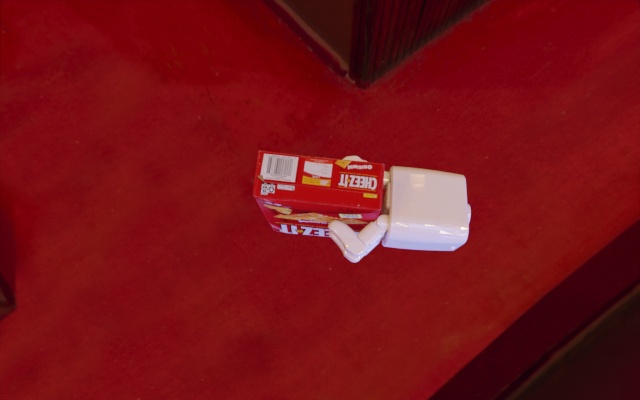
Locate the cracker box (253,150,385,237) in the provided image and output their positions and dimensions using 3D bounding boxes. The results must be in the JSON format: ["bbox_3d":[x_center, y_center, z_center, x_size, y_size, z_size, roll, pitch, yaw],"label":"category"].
[{"bbox_3d":[0.000,0.002,0.695,0.164,0.072,0.214,6,-15,3],"label":"cracker box"}]
